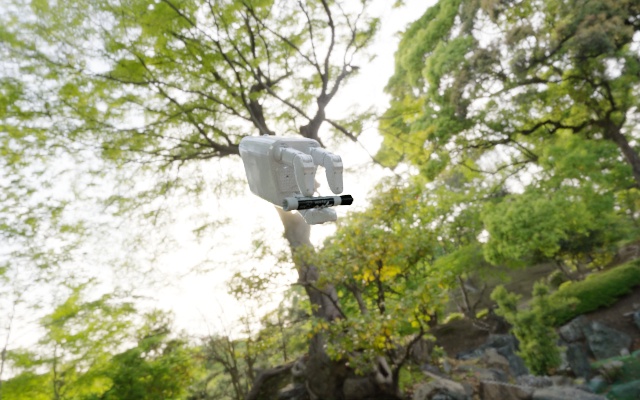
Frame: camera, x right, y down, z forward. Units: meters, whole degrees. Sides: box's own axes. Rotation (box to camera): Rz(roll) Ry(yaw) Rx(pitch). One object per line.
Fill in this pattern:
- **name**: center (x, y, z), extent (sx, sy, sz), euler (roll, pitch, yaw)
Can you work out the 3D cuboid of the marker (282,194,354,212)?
- **marker**: center (0.000, 0.002, 0.683), extent (0.121, 0.020, 0.020), euler (-5, 3, -37)
